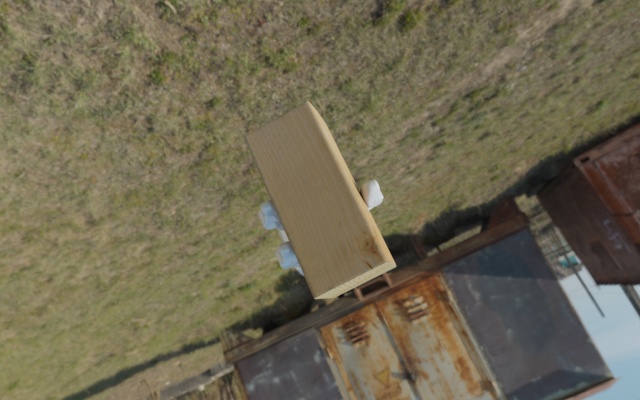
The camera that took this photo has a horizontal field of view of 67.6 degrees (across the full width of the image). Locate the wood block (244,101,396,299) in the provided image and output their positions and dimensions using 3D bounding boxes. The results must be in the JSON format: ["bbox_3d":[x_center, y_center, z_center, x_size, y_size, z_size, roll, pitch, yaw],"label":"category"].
[{"bbox_3d":[0.001,0.002,0.566,0.091,0.206,0.090,-28,-17,9],"label":"wood block"}]
